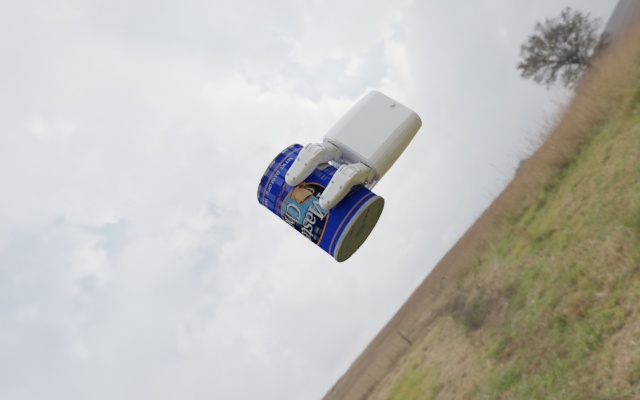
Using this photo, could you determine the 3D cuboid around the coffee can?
[{"bbox_3d":[0.000,0.002,0.643,0.140,0.103,0.103,35,13,20],"label":"coffee can"}]
